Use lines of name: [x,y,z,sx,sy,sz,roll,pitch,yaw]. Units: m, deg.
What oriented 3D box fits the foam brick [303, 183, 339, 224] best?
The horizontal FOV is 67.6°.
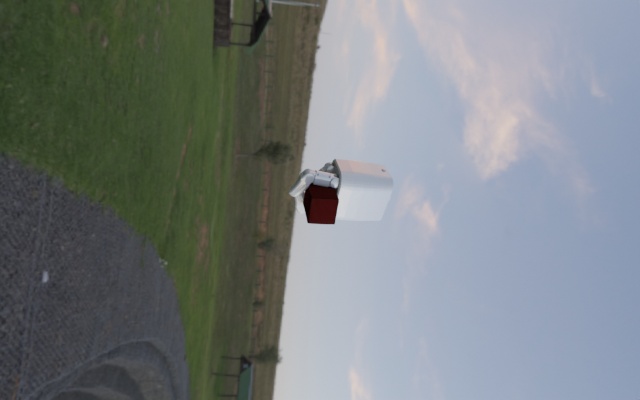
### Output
foam brick: [0.000,0.003,0.876,0.051,0.053,0.078,5,26,-11]
